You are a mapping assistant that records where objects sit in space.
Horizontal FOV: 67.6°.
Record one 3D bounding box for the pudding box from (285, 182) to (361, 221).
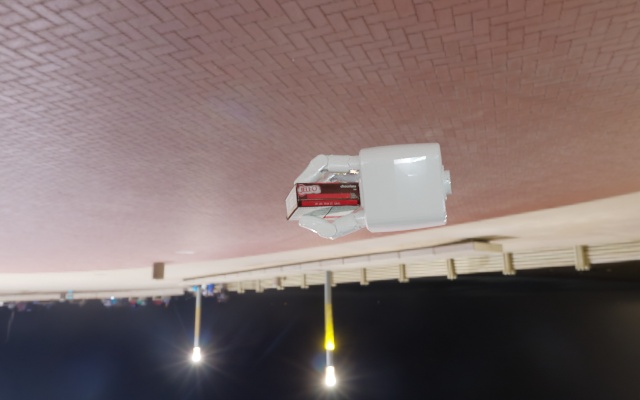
[{"bbox_3d":[0.000,0.002,0.687,0.090,0.039,0.113,0,-13,-12],"label":"pudding box"}]
